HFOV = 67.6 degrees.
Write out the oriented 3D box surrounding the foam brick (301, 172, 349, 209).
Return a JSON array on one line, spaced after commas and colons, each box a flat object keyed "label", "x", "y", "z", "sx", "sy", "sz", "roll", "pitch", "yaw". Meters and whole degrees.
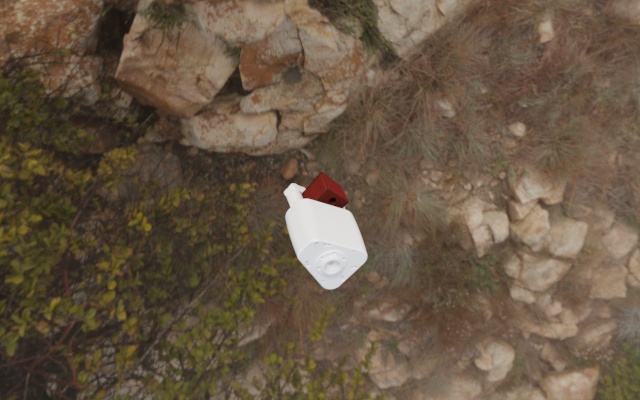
[{"label": "foam brick", "x": 0.000, "y": 0.002, "z": 0.823, "sx": 0.053, "sy": 0.078, "sz": 0.051, "roll": 32, "pitch": 21, "yaw": -32}]
